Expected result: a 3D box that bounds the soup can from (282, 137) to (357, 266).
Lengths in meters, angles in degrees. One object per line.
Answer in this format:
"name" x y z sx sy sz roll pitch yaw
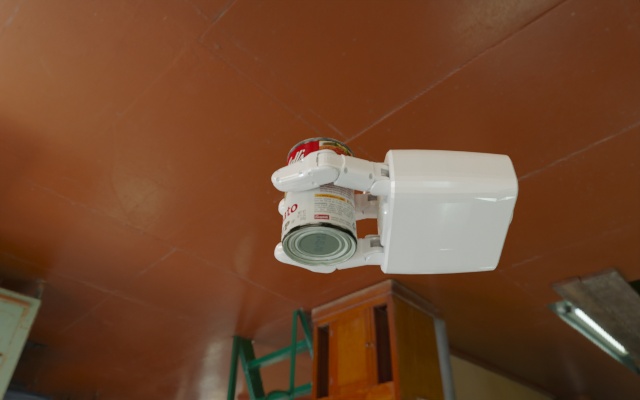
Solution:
"soup can" 0.000 0.002 0.443 0.068 0.102 0.069 1 -38 1
